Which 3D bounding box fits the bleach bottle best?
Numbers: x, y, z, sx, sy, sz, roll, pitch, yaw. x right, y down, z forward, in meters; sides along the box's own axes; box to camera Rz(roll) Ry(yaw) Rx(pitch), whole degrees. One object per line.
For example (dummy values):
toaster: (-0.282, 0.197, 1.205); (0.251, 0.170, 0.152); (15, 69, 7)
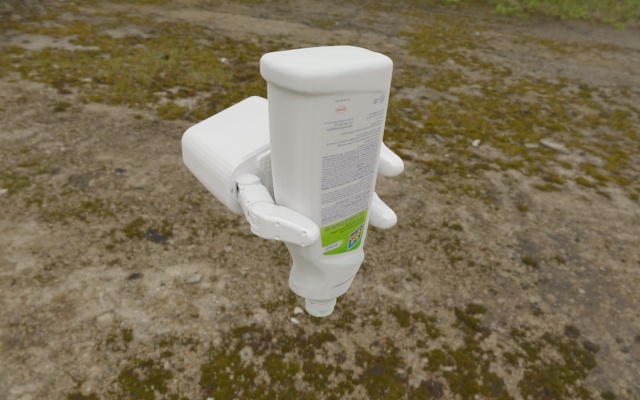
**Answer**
bleach bottle: (0.000, 0.001, 0.417); (0.102, 0.251, 0.068); (-18, 36, -34)
